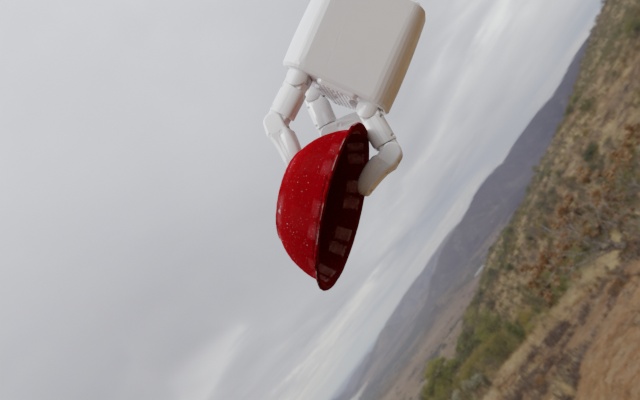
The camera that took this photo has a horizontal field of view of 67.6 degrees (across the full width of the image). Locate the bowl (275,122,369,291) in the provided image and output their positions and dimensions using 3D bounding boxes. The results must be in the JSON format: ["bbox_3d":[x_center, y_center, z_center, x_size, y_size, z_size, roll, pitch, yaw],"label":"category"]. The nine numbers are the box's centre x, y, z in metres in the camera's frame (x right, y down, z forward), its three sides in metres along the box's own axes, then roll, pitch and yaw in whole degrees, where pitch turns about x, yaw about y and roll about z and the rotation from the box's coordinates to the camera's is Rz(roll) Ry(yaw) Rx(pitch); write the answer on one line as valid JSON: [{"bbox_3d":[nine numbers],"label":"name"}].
[{"bbox_3d":[-0.001,0.003,0.458,0.055,0.162,0.162,12,3,16],"label":"bowl"}]
